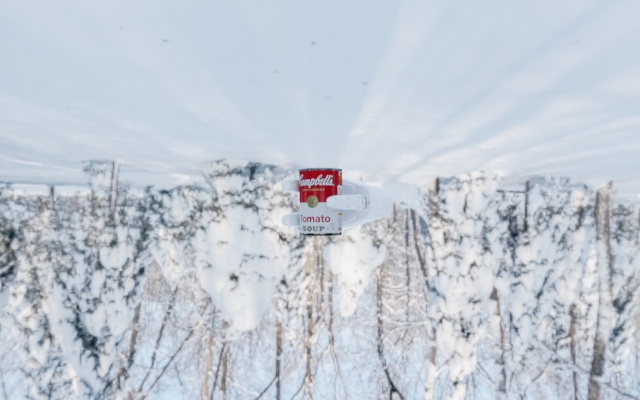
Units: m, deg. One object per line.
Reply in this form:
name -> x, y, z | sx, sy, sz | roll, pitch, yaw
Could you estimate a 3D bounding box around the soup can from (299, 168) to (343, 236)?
soup can -> 0.000, 0.003, 0.739 | 0.068, 0.102, 0.068 | 0, -1, 0
